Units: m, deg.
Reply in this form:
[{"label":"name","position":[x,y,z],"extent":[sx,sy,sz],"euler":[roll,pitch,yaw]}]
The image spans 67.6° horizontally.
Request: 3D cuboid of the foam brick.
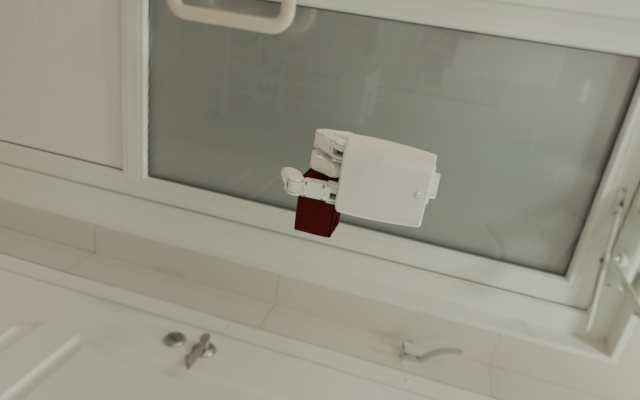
[{"label":"foam brick","position":[0.000,0.002,0.639],"extent":[0.051,0.078,0.053],"euler":[13,22,11]}]
